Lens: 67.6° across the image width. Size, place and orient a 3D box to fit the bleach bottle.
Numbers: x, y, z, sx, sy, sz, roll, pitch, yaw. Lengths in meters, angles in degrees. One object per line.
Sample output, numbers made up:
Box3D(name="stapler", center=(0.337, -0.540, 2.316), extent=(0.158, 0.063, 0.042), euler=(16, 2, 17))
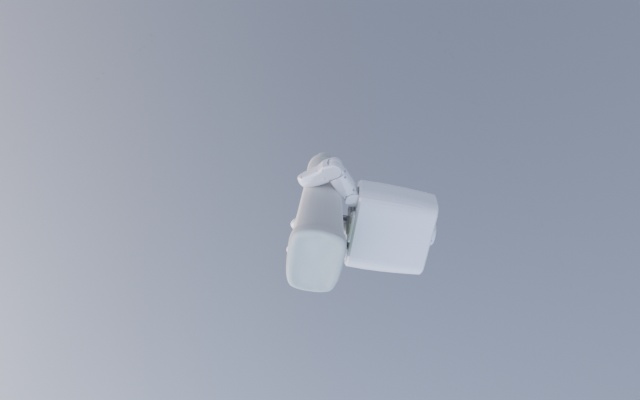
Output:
Box3D(name="bleach bottle", center=(0.000, 0.002, 0.657), extent=(0.068, 0.103, 0.250), euler=(9, 36, -2))
